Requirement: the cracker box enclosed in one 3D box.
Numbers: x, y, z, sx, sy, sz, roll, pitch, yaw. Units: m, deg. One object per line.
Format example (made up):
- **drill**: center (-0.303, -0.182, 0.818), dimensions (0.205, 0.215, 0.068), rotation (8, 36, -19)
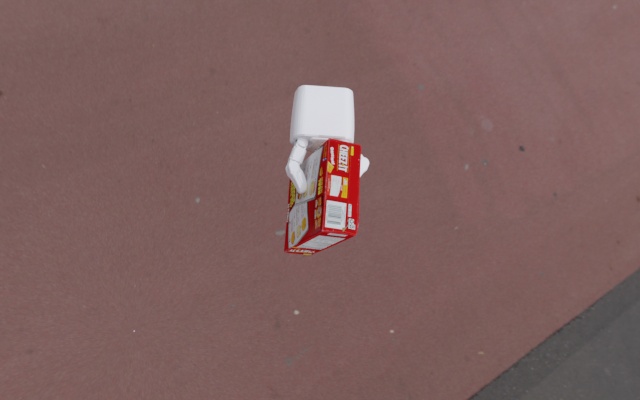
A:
- **cracker box**: center (0.000, 0.003, 0.878), dimensions (0.072, 0.164, 0.214), rotation (10, -18, -19)
